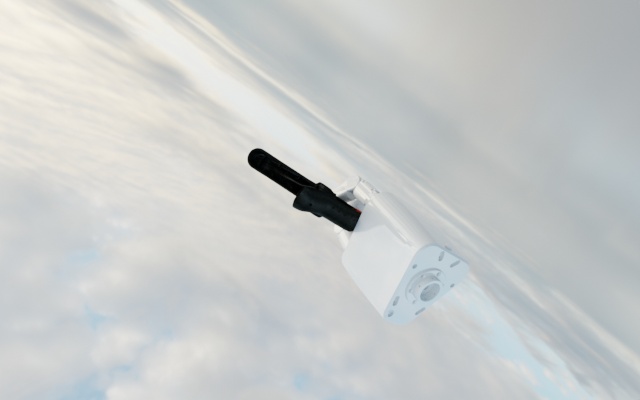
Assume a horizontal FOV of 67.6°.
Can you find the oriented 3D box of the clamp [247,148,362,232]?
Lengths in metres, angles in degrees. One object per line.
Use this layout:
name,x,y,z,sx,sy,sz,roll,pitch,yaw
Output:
clamp,0.000,0.002,0.557,0.171,0.039,0.120,28,15,-36
